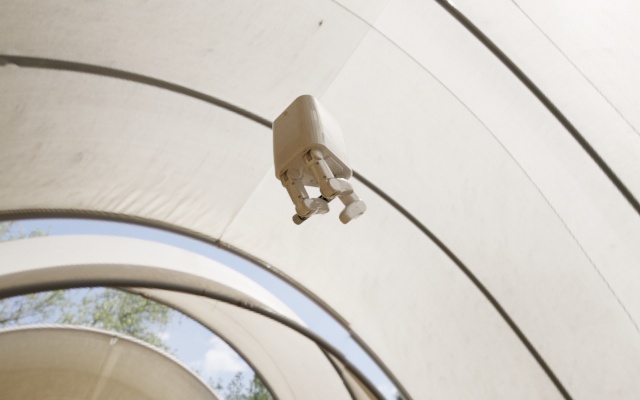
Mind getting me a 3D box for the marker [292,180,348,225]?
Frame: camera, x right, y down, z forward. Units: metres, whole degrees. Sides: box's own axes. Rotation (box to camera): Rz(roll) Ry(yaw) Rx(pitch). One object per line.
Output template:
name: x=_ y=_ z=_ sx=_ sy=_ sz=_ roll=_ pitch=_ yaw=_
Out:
marker: x=0.000 y=0.002 z=0.734 sx=0.020 sy=0.020 sz=0.121 roll=0 pitch=-29 yaw=-48
